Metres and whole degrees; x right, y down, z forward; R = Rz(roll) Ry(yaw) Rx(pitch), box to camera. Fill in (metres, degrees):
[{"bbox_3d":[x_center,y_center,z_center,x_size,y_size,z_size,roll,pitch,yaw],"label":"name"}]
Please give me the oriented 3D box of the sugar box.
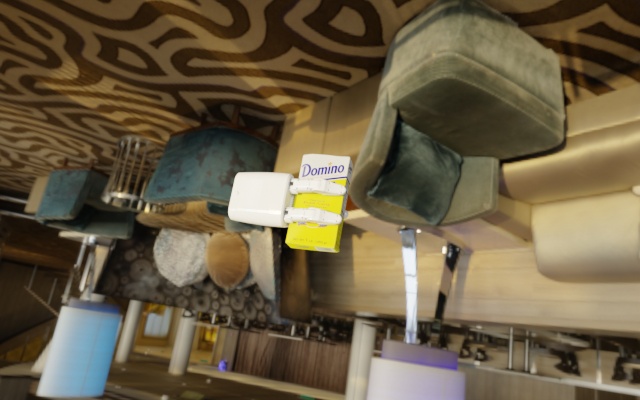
[{"bbox_3d":[0.000,0.003,0.874,0.093,0.176,0.048,5,-17,14],"label":"sugar box"}]
